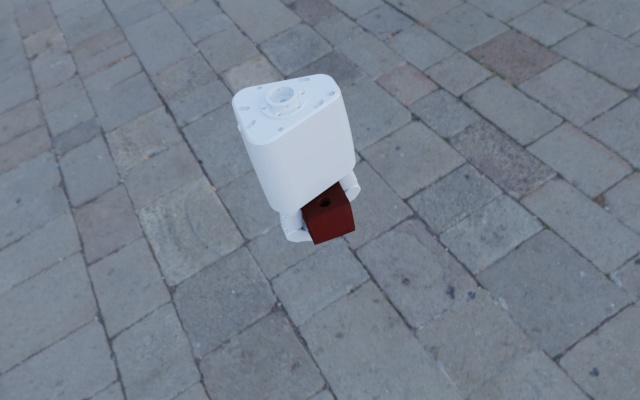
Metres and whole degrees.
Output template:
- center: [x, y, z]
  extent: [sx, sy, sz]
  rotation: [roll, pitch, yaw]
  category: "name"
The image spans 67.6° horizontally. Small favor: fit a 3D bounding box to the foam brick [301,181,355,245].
- center: [0.000, 0.002, 0.558]
  extent: [0.053, 0.078, 0.051]
  rotation: [-22, -39, -7]
  category: "foam brick"
